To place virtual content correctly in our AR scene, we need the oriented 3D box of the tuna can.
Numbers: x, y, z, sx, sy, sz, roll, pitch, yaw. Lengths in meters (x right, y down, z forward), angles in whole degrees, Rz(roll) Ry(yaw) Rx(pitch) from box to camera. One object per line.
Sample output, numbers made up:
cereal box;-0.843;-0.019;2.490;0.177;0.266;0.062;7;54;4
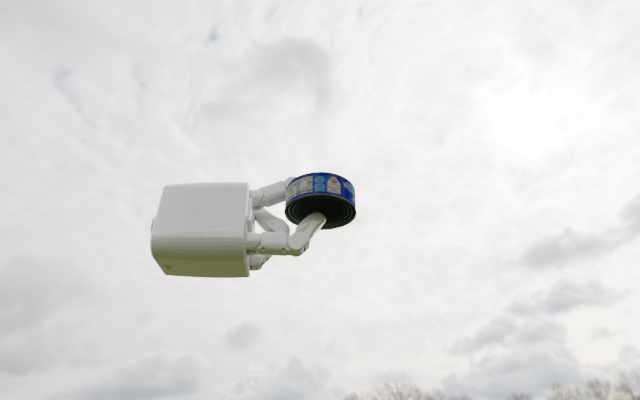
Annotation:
tuna can;0.000;0.001;0.575;0.086;0.033;0.086;1;-30;0
